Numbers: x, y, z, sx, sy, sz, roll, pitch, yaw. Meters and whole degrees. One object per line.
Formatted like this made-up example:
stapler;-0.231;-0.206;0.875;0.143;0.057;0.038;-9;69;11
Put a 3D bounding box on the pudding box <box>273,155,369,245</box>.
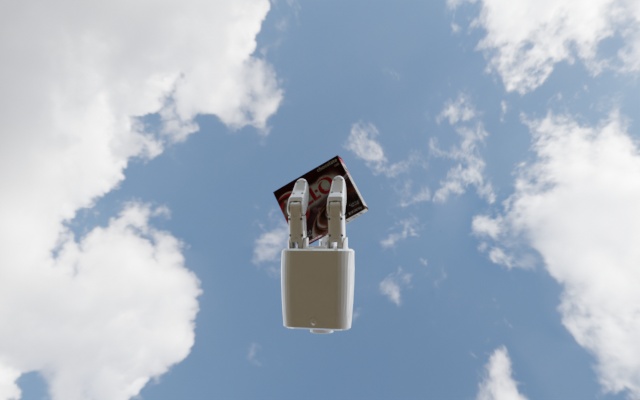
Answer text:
pudding box;0.000;0.002;0.690;0.113;0.090;0.039;-29;-15;8
